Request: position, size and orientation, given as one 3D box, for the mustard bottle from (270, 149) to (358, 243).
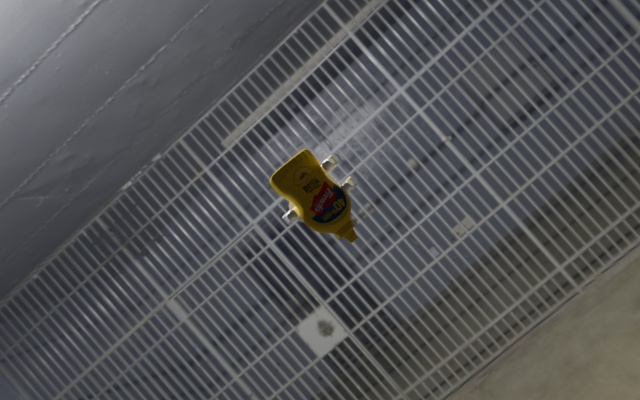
[{"bbox_3d":[0.000,0.003,0.895,0.096,0.191,0.058,-41,-1,-19],"label":"mustard bottle"}]
